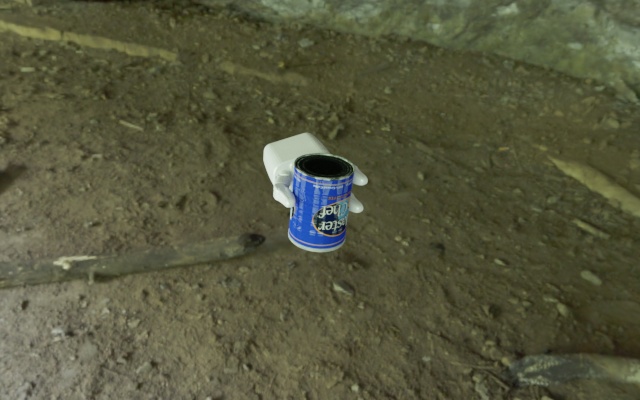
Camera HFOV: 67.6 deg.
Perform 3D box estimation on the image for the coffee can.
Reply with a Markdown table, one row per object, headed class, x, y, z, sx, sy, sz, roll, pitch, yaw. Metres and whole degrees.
| class | x | y | z | sx | sy | sz | roll | pitch | yaw |
| --- | --- | --- | --- | --- | --- | --- | --- | --- | --- |
| coffee can | 0.000 | 0.003 | 0.821 | 0.103 | 0.140 | 0.102 | 5 | 28 | -3 |
